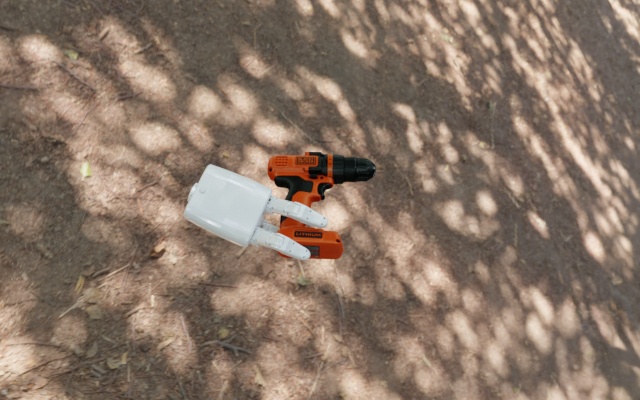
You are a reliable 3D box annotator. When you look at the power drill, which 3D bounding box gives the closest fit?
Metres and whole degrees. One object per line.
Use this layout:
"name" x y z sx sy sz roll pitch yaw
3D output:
"power drill" 0.000 0.003 0.777 0.184 0.187 0.057 0 -36 3
